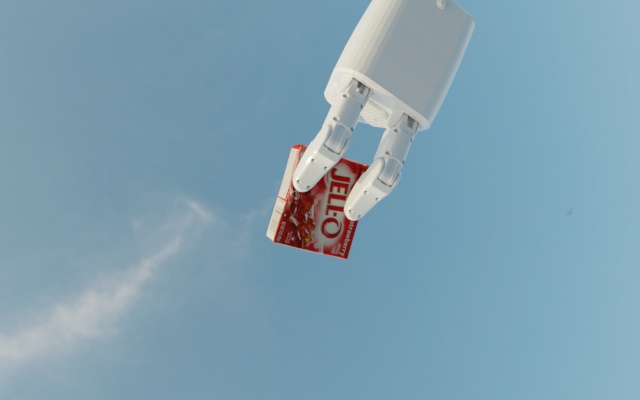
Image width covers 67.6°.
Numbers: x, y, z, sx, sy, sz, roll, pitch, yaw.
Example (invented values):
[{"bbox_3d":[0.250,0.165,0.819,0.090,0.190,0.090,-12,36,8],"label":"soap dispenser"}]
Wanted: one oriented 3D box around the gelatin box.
[{"bbox_3d":[0.000,0.002,0.430,0.073,0.089,0.030,15,4,-21],"label":"gelatin box"}]
